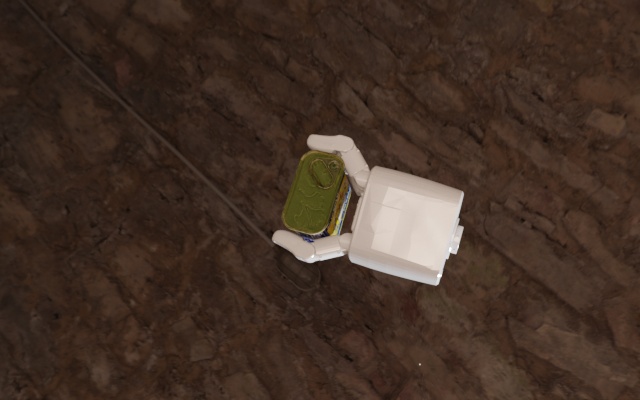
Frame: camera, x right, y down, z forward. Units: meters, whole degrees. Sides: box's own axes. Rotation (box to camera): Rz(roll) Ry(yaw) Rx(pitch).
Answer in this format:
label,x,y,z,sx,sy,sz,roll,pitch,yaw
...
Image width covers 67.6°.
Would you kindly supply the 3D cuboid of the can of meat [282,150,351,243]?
label,x,y,z,sx,sy,sz,roll,pitch,yaw
can of meat,0.000,0.002,0.594,0.057,0.102,0.084,13,-15,16
